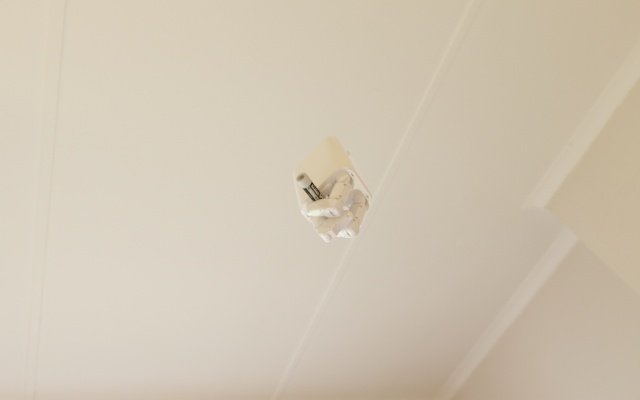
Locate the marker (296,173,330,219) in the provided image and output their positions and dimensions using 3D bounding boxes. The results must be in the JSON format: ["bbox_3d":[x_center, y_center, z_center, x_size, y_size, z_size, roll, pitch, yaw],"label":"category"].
[{"bbox_3d":[0.000,0.002,0.748,0.020,0.020,0.121,0,-38,38],"label":"marker"}]
